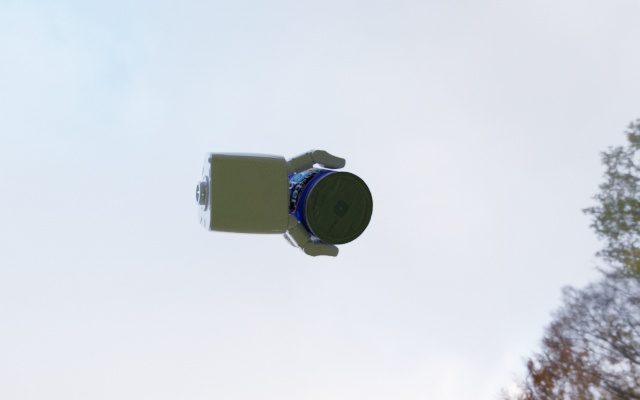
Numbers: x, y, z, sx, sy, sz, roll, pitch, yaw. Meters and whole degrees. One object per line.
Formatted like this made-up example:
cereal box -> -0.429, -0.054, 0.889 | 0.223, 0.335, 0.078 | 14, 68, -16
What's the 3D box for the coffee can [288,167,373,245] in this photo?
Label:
coffee can -> 0.000, 0.002, 0.715 | 0.103, 0.103, 0.140 | 0, 7, -24
